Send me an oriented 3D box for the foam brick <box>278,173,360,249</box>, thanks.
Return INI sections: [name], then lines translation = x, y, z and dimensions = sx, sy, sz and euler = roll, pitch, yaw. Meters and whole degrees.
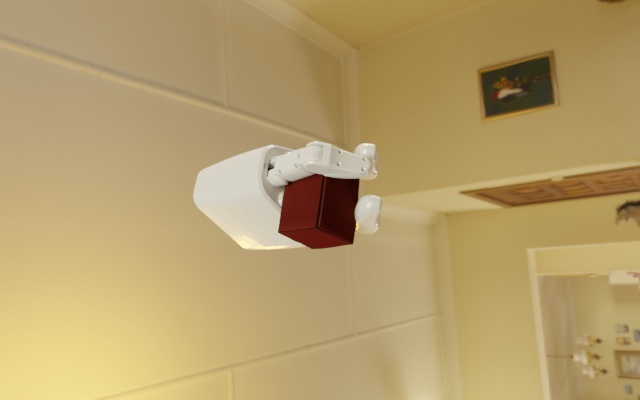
[foam brick]
translation = 0.000, 0.002, 0.453
dimensions = 0.051, 0.078, 0.053
euler = -13, -30, 39
